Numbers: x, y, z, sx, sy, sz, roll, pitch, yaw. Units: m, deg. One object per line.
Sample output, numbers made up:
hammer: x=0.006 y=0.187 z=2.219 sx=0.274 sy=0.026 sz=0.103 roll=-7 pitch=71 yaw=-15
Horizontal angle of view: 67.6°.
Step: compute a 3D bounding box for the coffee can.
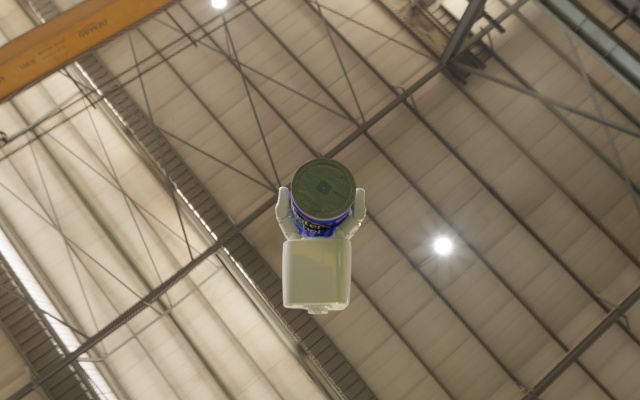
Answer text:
coffee can: x=0.000 y=0.002 z=0.810 sx=0.103 sy=0.102 sz=0.140 roll=0 pitch=-19 yaw=-4
